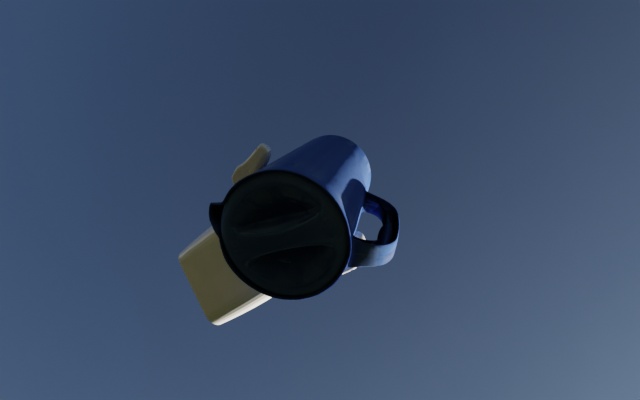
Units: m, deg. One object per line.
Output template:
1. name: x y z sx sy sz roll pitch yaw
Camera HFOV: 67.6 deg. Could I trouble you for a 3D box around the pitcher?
1. pitcher: 0.000 0.002 0.551 0.145 0.149 0.242 -33 8 22
